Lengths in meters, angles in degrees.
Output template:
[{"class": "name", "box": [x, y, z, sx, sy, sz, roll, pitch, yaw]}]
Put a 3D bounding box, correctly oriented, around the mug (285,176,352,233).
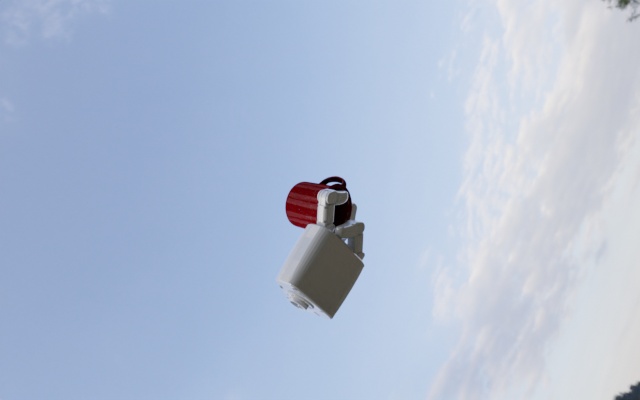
[{"class": "mug", "box": [0.001, 0.001, 0.821, 0.081, 0.117, 0.093, 11, -31, 39]}]
